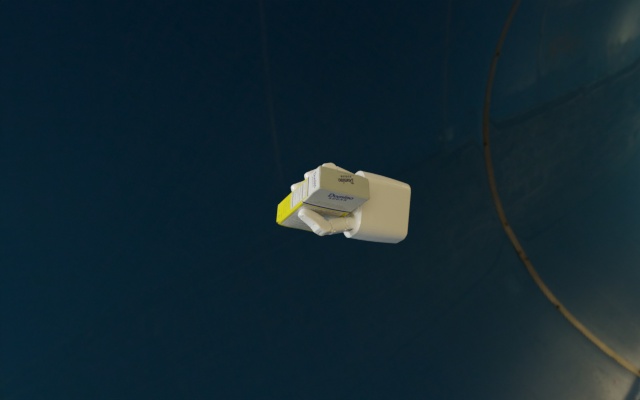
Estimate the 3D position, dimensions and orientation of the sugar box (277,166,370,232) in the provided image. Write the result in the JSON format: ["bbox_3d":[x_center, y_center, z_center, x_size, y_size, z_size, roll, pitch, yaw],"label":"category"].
[{"bbox_3d":[0.000,0.002,0.819,0.093,0.048,0.176,13,-29,-24],"label":"sugar box"}]
